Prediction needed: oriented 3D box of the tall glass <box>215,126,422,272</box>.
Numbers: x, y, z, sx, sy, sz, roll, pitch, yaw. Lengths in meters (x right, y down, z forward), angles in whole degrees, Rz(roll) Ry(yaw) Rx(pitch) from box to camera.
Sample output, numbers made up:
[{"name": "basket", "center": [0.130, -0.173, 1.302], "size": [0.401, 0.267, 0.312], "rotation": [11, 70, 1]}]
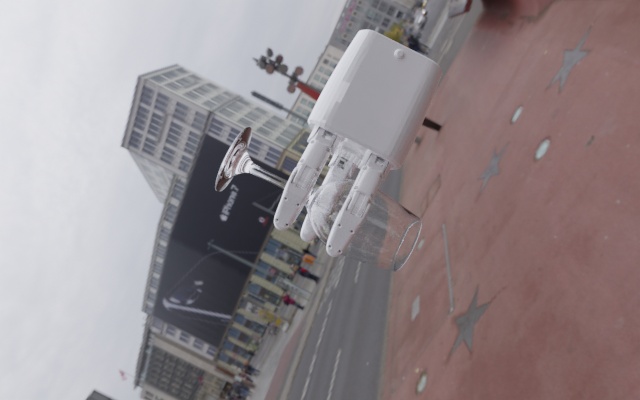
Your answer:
[{"name": "tall glass", "center": [-0.001, 0.001, 0.488], "size": [0.201, 0.079, 0.079], "rotation": [27, 0, 0]}]
